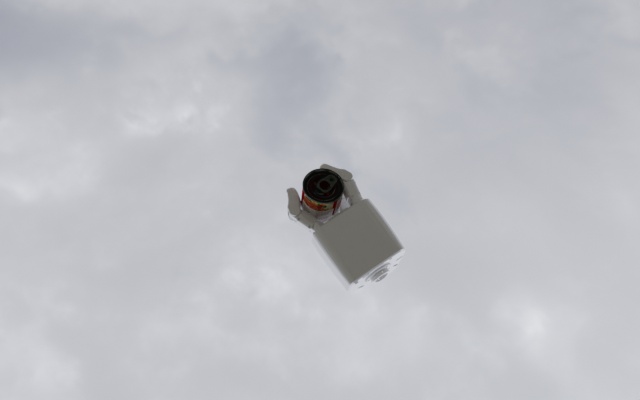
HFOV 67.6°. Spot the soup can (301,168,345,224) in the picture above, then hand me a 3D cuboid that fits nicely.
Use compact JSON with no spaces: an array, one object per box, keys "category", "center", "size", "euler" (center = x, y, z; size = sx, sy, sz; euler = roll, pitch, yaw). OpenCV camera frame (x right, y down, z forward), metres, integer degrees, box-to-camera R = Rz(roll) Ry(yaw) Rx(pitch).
[{"category":"soup can","center":[0.000,0.002,0.805],"size":[0.068,0.068,0.102],"euler":[0,-32,-7]}]
